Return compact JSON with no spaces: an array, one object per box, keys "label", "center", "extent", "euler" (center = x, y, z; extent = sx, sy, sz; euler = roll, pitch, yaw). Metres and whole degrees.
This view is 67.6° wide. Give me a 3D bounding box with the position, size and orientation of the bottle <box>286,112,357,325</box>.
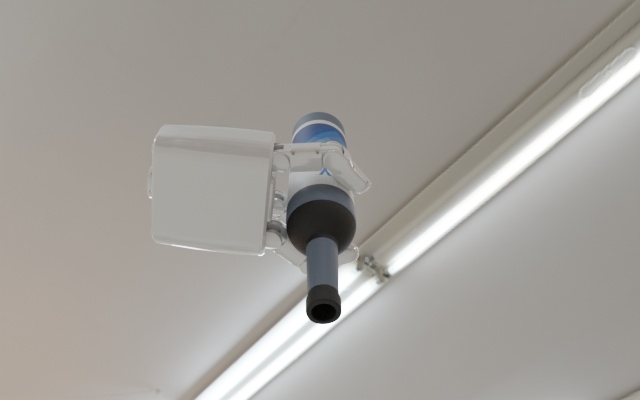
[{"label":"bottle","center":[0.000,0.001,0.478],"extent":[0.069,0.069,0.295],"euler":[0,34,-1]}]
